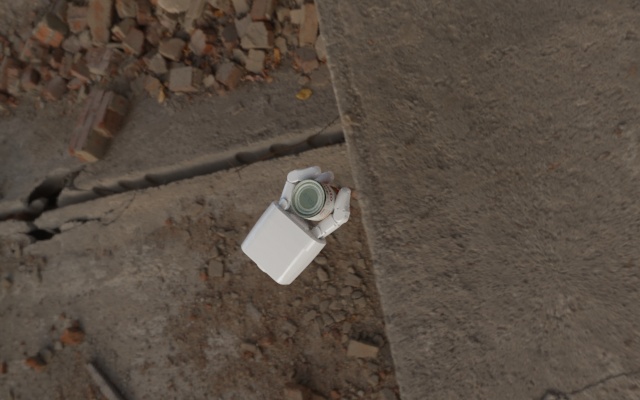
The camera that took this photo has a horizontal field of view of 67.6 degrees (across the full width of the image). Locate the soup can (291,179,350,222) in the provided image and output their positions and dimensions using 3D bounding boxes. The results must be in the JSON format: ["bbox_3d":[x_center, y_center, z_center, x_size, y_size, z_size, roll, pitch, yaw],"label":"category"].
[{"bbox_3d":[0.000,0.002,0.838,0.068,0.068,0.102,0,-8,27],"label":"soup can"}]
